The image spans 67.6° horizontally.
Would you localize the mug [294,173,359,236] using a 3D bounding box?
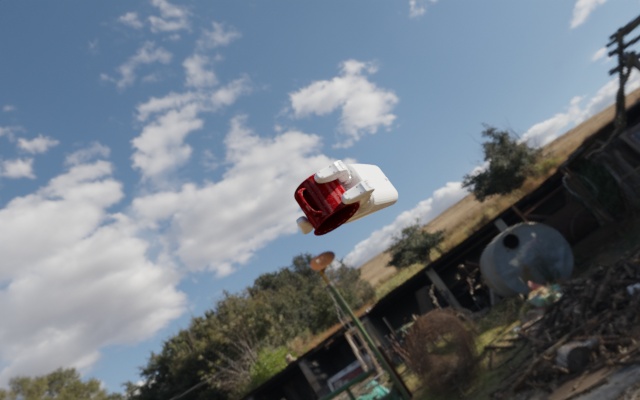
[{"bbox_3d":[-0.001,0.003,0.819,0.093,0.081,0.117,-45,-21,29],"label":"mug"}]
